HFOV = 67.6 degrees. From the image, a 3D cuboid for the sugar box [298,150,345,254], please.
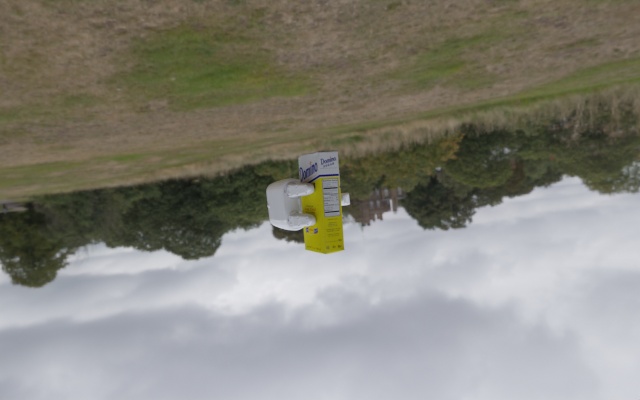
[{"bbox_3d":[0.000,0.003,0.851,0.048,0.176,0.093,-8,2,-25],"label":"sugar box"}]
